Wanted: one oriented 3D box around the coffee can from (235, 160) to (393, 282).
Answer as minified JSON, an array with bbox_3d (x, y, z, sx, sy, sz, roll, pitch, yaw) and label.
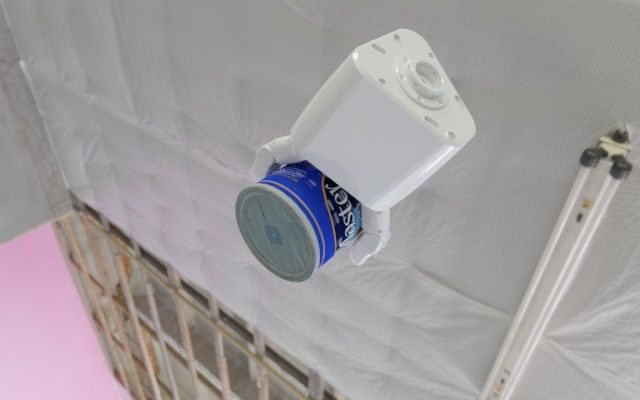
[{"bbox_3d":[0.000,0.002,0.484,0.103,0.103,0.140,0,27,45],"label":"coffee can"}]
